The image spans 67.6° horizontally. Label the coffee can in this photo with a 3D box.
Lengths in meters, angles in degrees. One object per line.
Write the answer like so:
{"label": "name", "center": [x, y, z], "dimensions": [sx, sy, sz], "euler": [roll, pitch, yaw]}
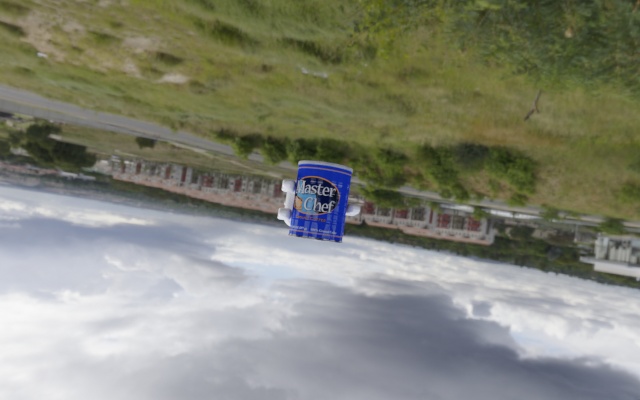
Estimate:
{"label": "coffee can", "center": [0.000, 0.003, 0.892], "dimensions": [0.103, 0.140, 0.103], "euler": [8, -3, 0]}
